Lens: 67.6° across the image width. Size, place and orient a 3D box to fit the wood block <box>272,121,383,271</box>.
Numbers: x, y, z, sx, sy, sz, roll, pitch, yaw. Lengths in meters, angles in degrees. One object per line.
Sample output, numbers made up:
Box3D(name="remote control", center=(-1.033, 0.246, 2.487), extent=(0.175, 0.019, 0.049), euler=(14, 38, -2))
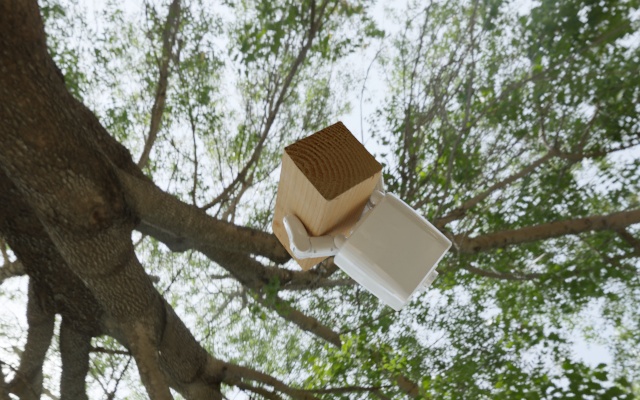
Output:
Box3D(name="wood block", center=(0.000, 0.003, 0.652), extent=(0.091, 0.090, 0.206), euler=(-30, -21, -25))
